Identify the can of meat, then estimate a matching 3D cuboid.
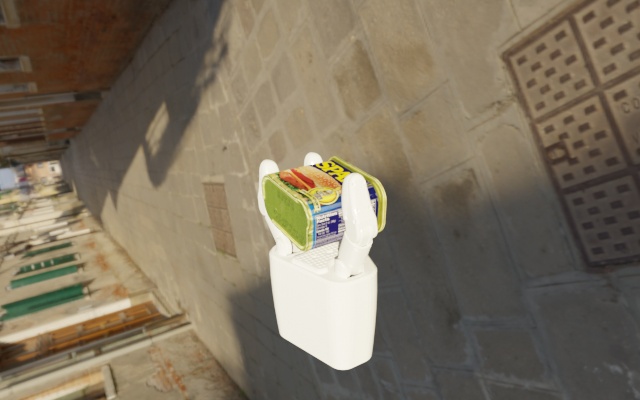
[{"bbox_3d":[0.000,0.002,0.469,0.084,0.057,0.102,-15,30,-27],"label":"can of meat"}]
